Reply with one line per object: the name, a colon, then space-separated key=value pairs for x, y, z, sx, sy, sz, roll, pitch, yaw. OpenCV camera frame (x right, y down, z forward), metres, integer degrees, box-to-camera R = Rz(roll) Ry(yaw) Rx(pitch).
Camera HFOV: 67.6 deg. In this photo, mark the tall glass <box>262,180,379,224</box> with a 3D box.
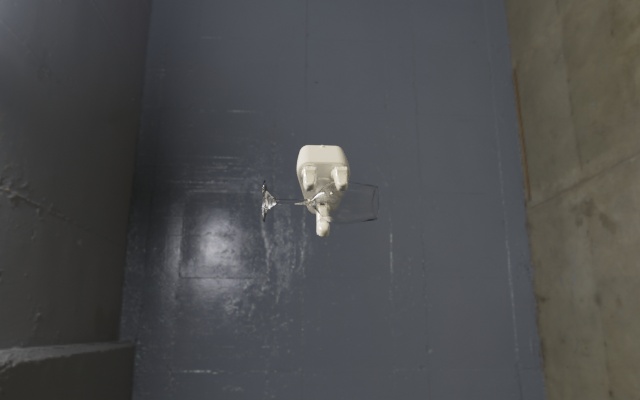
tall glass: x=-0.001 y=0.003 z=0.846 sx=0.201 sy=0.079 sz=0.079 roll=1 pitch=0 yaw=-2
